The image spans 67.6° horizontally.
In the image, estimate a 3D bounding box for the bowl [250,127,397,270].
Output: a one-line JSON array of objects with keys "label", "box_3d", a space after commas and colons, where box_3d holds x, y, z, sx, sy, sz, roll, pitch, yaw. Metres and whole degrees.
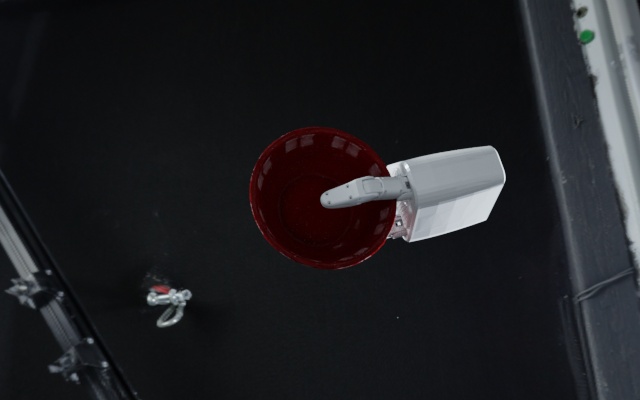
[{"label": "bowl", "box_3d": [-0.001, 0.002, 0.534, 0.162, 0.162, 0.055, 0, -18, -13]}]
